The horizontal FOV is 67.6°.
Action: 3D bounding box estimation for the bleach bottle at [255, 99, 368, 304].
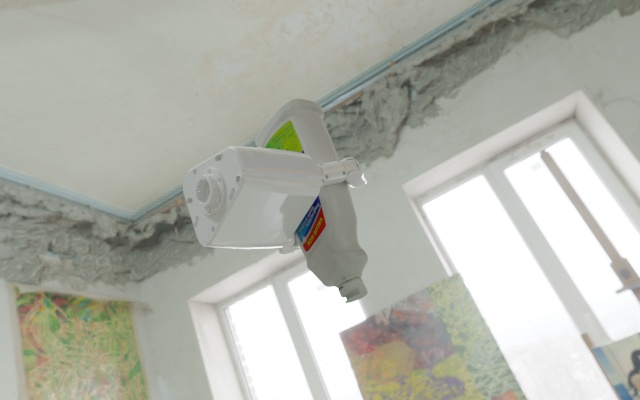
[{"bbox_3d":[0.000,0.002,0.591,0.068,0.250,0.103,3,-35,-46],"label":"bleach bottle"}]
